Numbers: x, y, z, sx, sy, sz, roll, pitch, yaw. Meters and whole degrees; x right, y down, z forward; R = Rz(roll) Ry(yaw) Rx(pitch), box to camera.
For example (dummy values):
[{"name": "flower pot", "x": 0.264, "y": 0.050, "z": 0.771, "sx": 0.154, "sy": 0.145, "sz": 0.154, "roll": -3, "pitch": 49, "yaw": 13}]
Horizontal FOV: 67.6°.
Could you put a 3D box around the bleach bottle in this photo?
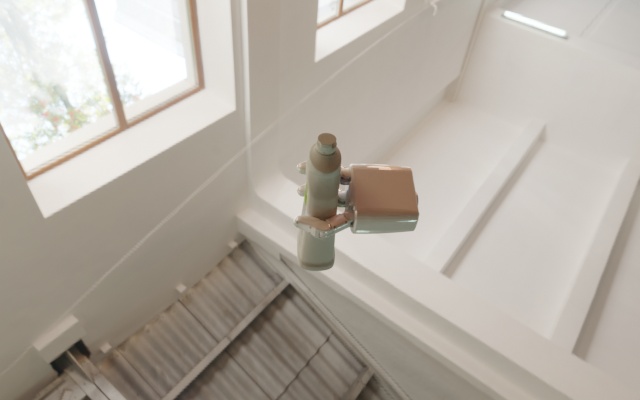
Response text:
[{"name": "bleach bottle", "x": 0.000, "y": 0.003, "z": 0.786, "sx": 0.068, "sy": 0.102, "sz": 0.251, "roll": 0, "pitch": -44, "yaw": -6}]
